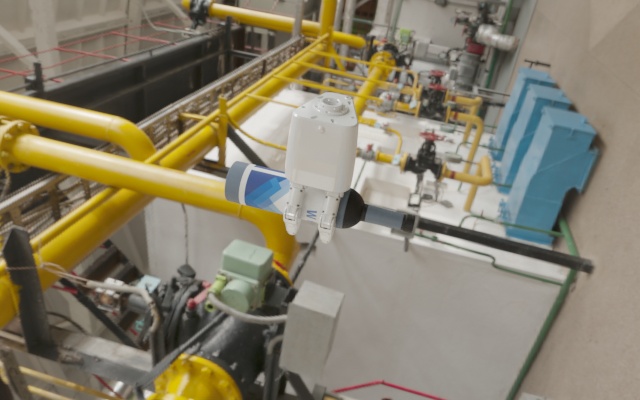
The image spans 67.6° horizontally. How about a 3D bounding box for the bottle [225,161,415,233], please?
[{"bbox_3d":[0.000,0.002,0.748,0.295,0.069,0.069,14,2,8],"label":"bottle"}]
